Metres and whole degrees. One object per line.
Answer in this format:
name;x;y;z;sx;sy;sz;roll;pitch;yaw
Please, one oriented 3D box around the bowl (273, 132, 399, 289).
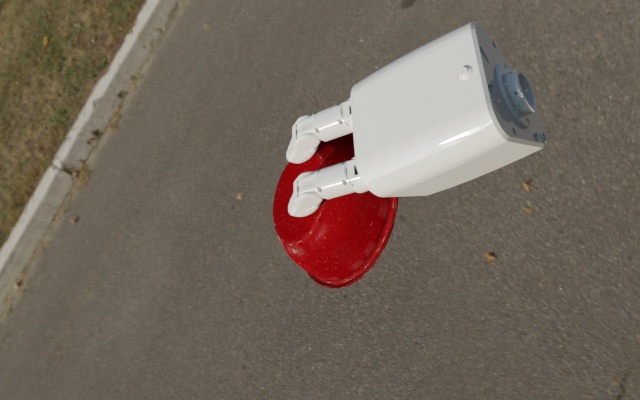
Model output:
bowl;-0.001;0.002;0.465;0.055;0.162;0.162;14;-8;-34
